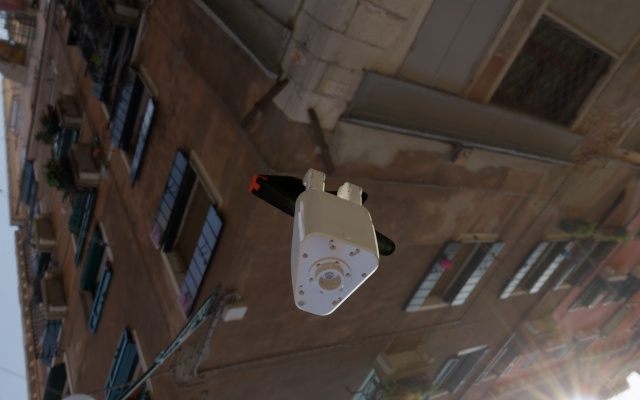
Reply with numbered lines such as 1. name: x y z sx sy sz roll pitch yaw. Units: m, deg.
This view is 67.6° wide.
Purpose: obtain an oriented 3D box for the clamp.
1. clamp: -0.001 0.003 0.696 0.210 0.036 0.164 20 22 -12
